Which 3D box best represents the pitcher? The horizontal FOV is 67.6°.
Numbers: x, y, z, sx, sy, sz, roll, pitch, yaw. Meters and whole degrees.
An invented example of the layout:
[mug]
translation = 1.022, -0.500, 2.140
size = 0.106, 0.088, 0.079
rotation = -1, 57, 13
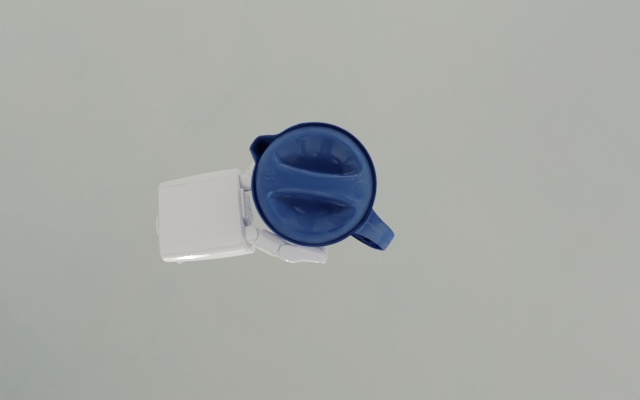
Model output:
[pitcher]
translation = 0.000, 0.002, 0.613
size = 0.145, 0.149, 0.243
rotation = -10, -6, -2
